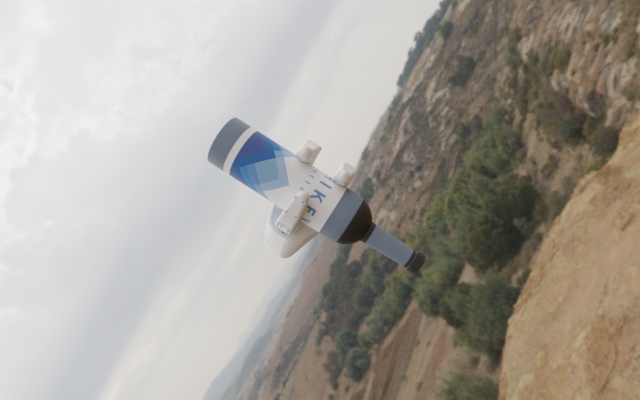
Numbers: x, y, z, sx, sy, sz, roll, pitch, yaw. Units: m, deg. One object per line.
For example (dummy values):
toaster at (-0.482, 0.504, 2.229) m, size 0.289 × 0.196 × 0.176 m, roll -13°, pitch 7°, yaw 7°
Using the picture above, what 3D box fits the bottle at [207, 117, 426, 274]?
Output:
bottle at (0.000, 0.002, 0.600) m, size 0.295 × 0.069 × 0.069 m, roll 33°, pitch 1°, yaw 1°
